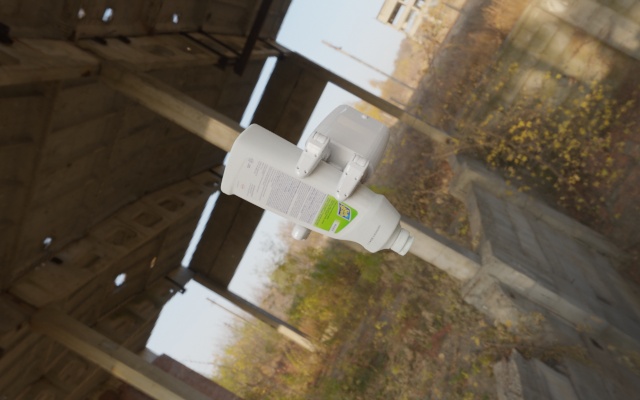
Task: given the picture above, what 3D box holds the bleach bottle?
[{"bbox_3d":[0.000,0.002,0.617,0.251,0.103,0.068,29,42,3],"label":"bleach bottle"}]
